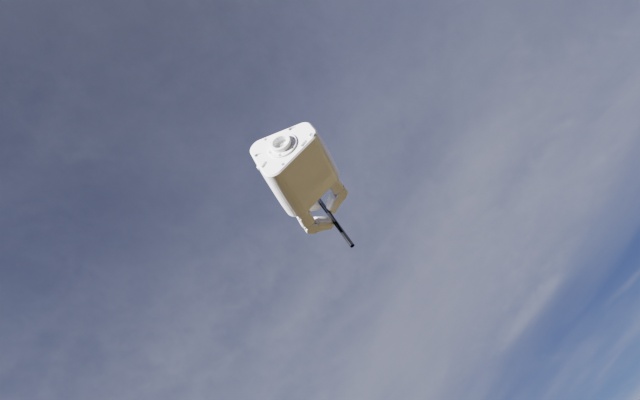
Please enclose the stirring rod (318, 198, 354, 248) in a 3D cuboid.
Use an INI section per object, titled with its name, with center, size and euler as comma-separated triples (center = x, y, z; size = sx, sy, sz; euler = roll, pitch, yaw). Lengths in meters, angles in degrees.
[stirring rod]
center = 0.000, 0.003, 0.874
size = 0.011, 0.011, 0.239
euler = 0, 37, -34
